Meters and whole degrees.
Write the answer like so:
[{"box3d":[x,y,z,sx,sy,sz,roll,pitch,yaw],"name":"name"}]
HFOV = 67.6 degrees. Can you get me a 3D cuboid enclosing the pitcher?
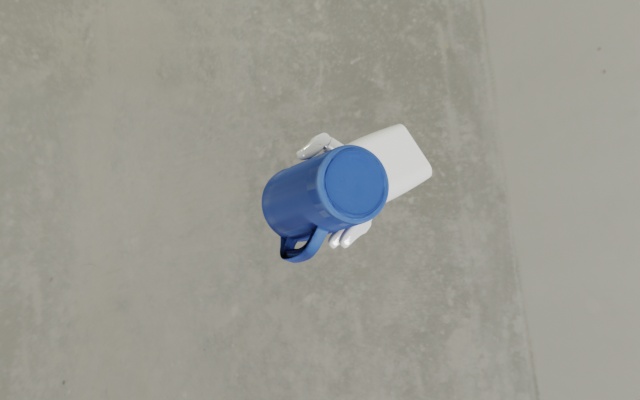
[{"box3d":[0.000,0.002,0.736,0.145,0.149,0.243,-26,3,-22],"name":"pitcher"}]
